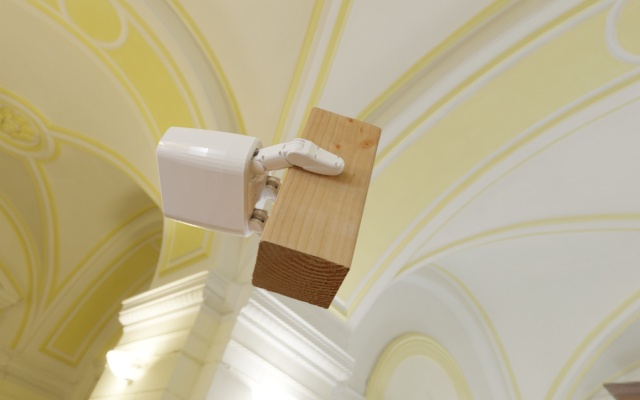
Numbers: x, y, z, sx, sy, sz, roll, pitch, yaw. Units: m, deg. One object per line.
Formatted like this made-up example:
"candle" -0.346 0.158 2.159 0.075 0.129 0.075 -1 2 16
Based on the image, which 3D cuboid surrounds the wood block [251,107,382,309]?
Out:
"wood block" 0.000 0.001 0.538 0.090 0.206 0.091 18 -40 -1
